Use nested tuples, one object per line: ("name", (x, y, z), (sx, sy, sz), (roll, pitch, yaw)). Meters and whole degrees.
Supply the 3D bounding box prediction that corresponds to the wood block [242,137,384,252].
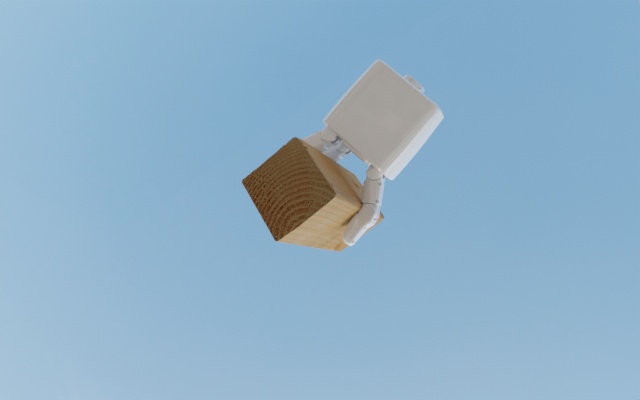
("wood block", (0.001, 0.002, 0.630), (0.090, 0.090, 0.206), (-38, -21, 13))
